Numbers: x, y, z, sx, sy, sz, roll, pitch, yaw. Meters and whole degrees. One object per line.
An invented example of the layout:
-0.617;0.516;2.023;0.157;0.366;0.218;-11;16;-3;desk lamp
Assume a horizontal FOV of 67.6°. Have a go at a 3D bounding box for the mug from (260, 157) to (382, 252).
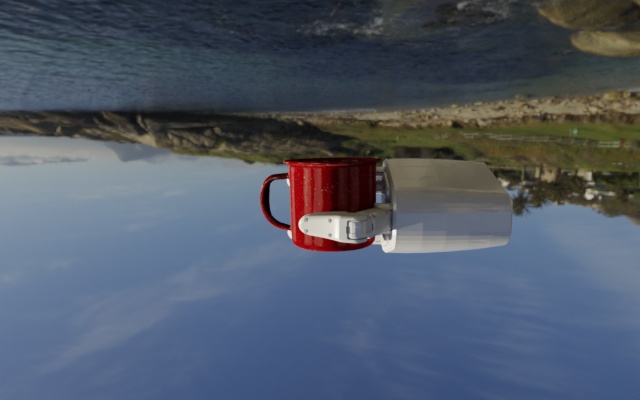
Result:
-0.001;0.002;0.457;0.117;0.081;0.093;-1;8;3;mug
